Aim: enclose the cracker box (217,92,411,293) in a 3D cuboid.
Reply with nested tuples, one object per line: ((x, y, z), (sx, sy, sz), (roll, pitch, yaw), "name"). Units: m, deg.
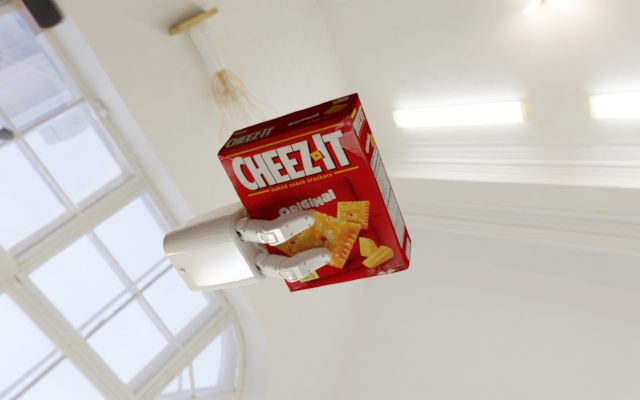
((0.000, 0.002, 0.573), (0.164, 0.214, 0.072), (-14, 29, 20), "cracker box")
